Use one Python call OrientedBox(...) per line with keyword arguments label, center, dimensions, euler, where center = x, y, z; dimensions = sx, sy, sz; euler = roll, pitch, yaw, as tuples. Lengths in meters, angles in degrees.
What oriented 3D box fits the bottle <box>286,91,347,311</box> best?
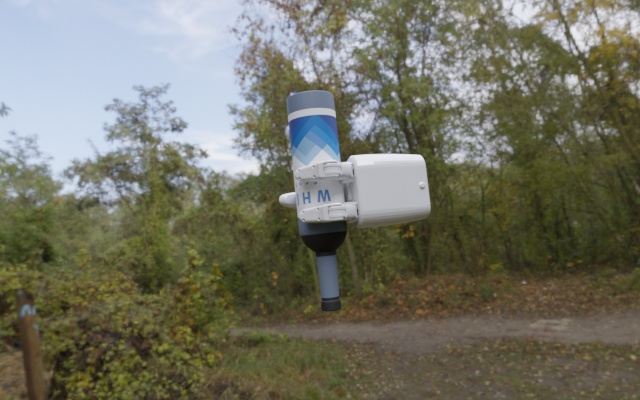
OrientedBox(label="bottle", center=(0.000, 0.002, 0.658), dimensions=(0.069, 0.295, 0.069), euler=(-6, -4, 0))
